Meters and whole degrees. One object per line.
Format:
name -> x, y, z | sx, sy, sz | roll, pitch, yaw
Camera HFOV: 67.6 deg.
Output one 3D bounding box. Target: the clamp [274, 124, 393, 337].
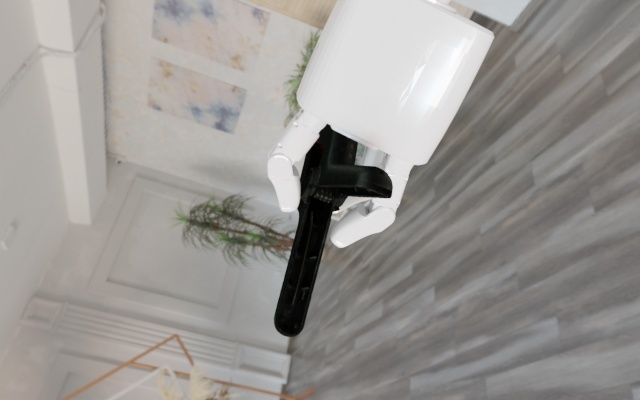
clamp -> -0.001, 0.001, 0.416 | 0.036, 0.165, 0.209 | 21, 27, -15
